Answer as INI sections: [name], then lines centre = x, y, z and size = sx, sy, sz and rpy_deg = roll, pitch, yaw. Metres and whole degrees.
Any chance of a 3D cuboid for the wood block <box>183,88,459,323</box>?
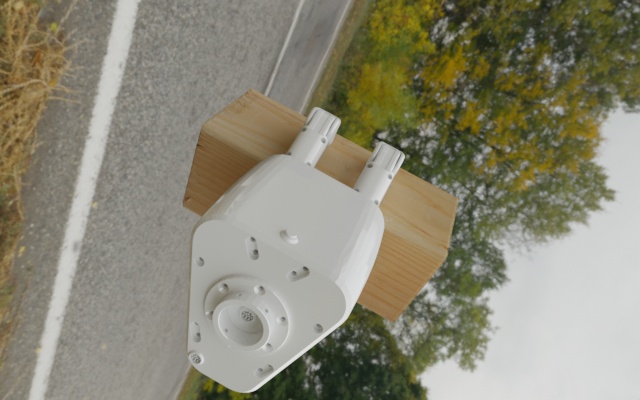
[wood block]
centre = 0.000, 0.002, 0.412
size = 0.206, 0.091, 0.090
rpy_deg = 29, 38, 3
